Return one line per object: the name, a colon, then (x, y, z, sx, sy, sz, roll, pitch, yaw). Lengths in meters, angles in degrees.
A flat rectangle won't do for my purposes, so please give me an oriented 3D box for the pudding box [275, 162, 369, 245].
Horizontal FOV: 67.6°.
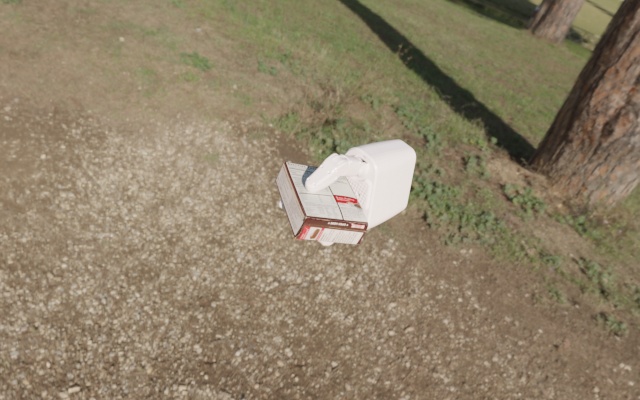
pudding box: (0.000, 0.002, 0.600, 0.090, 0.039, 0.113, 7, 36, -26)
